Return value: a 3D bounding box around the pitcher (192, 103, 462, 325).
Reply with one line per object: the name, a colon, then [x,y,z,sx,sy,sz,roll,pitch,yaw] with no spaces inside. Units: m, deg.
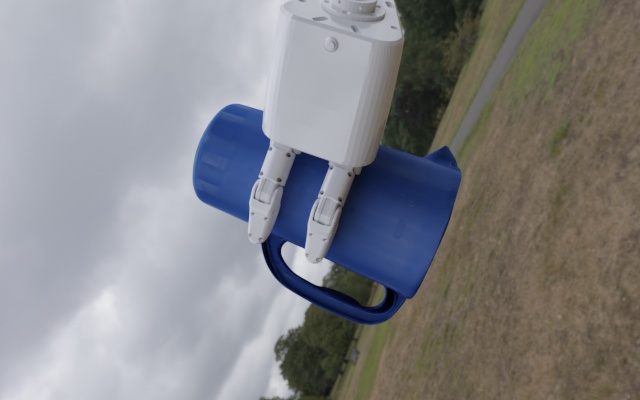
pitcher: [0.000,0.001,0.470,0.243,0.145,0.149,20,42,9]
